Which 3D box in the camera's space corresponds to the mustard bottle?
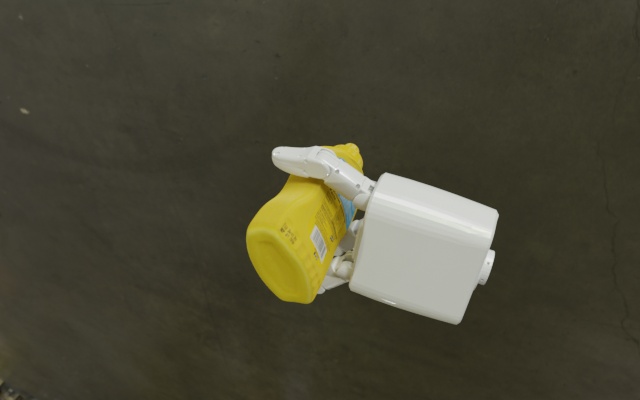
[{"bbox_3d":[0.000,0.002,0.479,0.058,0.096,0.191,-1,38,30],"label":"mustard bottle"}]
